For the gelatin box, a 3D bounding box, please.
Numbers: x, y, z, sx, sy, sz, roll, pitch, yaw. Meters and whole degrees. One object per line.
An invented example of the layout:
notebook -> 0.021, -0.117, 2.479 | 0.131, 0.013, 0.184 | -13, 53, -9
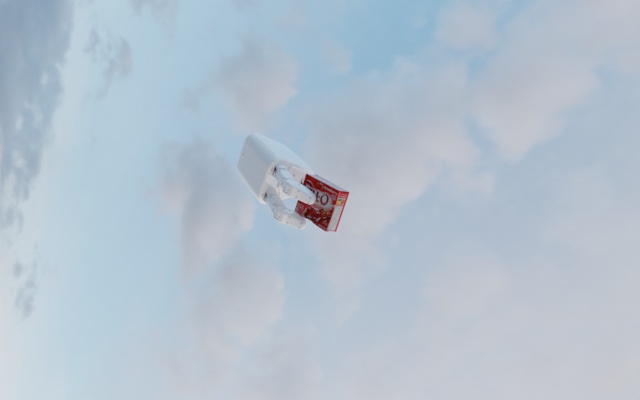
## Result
gelatin box -> 0.001, 0.003, 0.812 | 0.030, 0.073, 0.089 | 5, 19, -46
